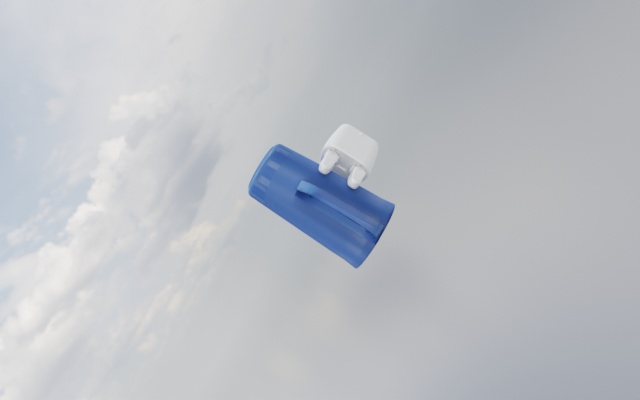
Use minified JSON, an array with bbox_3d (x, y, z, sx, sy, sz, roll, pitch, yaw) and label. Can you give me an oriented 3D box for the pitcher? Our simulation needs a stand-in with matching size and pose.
[{"bbox_3d":[0.000,0.003,0.835,0.243,0.149,0.145,31,39,-1],"label":"pitcher"}]
